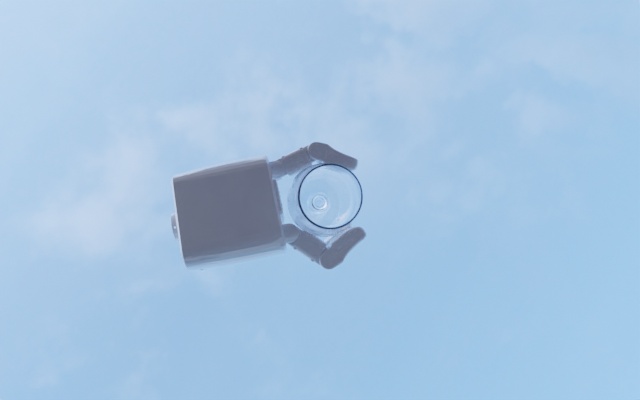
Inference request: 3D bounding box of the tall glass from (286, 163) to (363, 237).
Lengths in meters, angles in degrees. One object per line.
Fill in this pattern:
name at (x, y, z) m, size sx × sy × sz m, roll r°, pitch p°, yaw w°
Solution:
tall glass at (0.000, 0.002, 0.543) m, size 0.079 × 0.079 × 0.201 m, roll 0°, pitch -3°, yaw -6°
